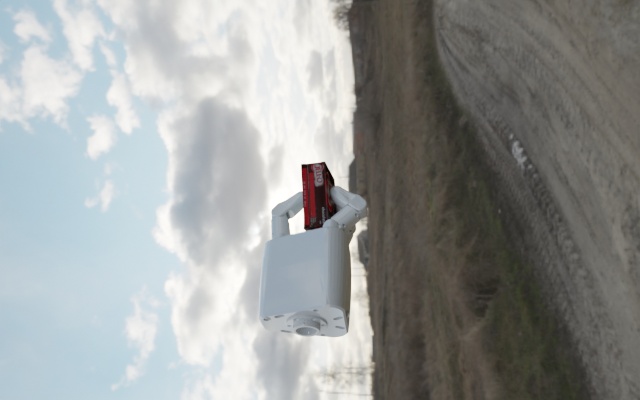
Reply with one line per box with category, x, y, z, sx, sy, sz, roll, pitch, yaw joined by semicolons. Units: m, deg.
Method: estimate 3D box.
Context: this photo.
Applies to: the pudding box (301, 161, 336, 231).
pudding box;0.000;0.002;0.672;0.039;0.090;0.113;-3;-10;6
